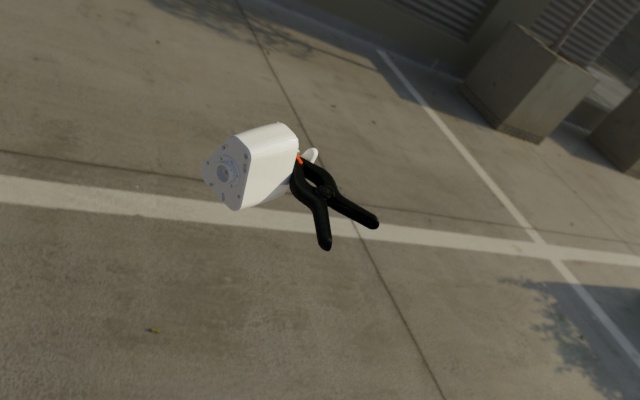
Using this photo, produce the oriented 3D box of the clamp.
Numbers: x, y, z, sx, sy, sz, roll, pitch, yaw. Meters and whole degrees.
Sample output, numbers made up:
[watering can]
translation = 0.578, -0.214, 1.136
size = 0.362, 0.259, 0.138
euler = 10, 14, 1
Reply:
[clamp]
translation = 0.000, 0.002, 0.732
size = 0.171, 0.039, 0.120
euler = 43, 38, 16
